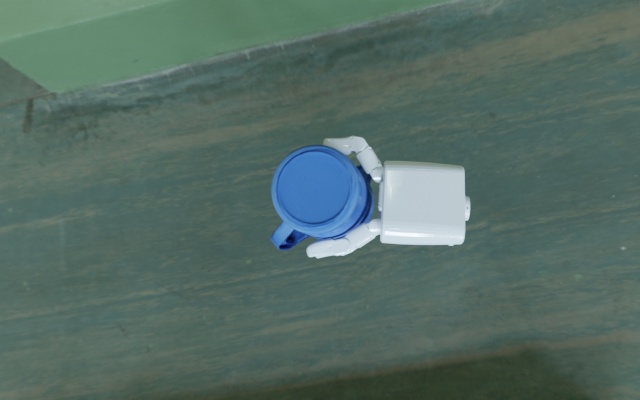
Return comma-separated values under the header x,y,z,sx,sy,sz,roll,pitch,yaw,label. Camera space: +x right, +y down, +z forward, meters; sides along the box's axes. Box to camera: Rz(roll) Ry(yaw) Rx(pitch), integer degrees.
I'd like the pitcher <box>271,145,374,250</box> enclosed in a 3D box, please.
x,y,z,sx,sy,sz,roll,pitch,yaw,label
0.000,0.002,0.676,0.145,0.149,0.243,4,-4,8,pitcher
